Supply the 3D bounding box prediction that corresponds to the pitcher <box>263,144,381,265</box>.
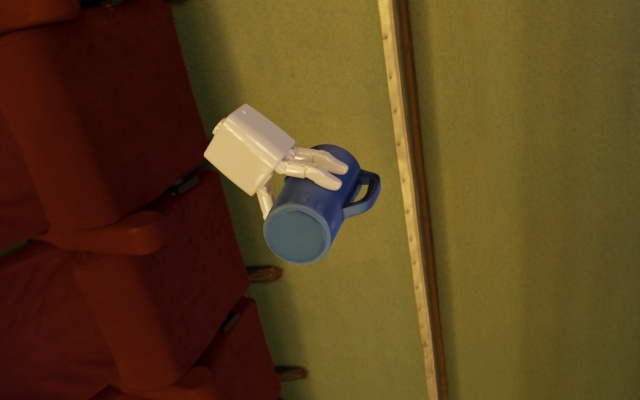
[{"bbox_3d":[0.000,0.003,0.814,0.149,0.145,0.242,-46,8,28],"label":"pitcher"}]
